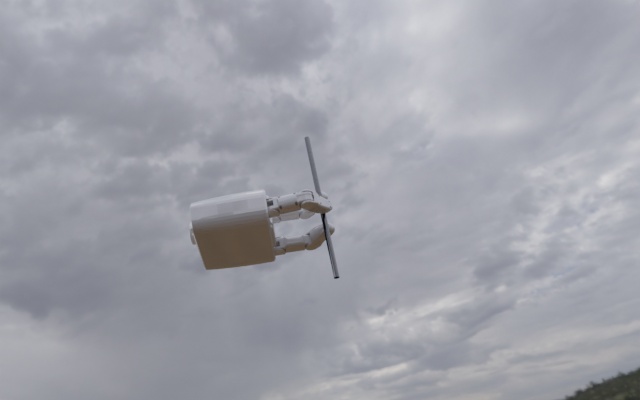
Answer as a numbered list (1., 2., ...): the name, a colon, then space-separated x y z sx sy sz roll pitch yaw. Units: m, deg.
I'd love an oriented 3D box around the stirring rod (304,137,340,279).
1. stirring rod: 0.000 0.002 0.706 0.011 0.239 0.011 -9 -30 -5
